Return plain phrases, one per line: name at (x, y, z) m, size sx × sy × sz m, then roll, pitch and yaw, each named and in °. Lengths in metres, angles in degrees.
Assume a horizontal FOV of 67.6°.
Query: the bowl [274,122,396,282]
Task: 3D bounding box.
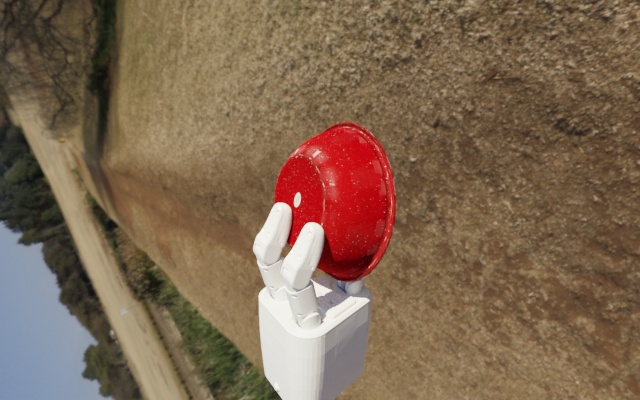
bowl at (0.000, 0.000, 0.472) m, size 0.055 × 0.162 × 0.162 m, roll 0°, pitch 0°, yaw -35°
